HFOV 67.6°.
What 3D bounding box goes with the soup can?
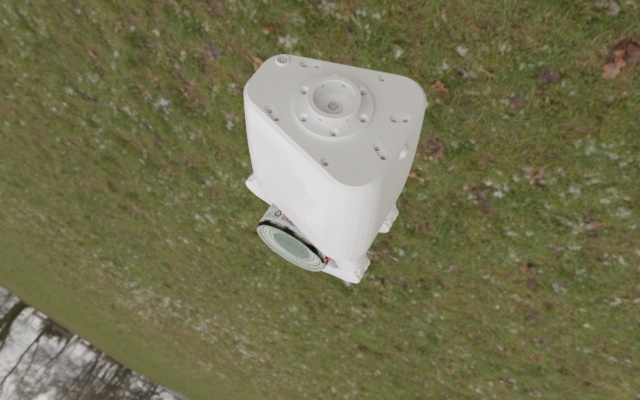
[{"bbox_3d":[0.000,0.002,0.414,0.068,0.102,0.068,27,-24,13],"label":"soup can"}]
